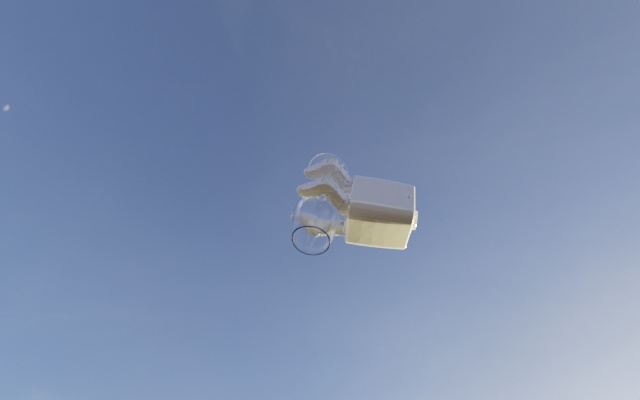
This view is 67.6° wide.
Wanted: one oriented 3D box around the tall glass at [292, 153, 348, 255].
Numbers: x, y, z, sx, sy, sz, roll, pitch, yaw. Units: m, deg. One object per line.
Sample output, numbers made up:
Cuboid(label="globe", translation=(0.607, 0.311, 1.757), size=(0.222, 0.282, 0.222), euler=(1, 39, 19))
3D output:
Cuboid(label="tall glass", translation=(0.000, 0.002, 0.815), size=(0.079, 0.079, 0.201), euler=(0, 37, 11))
